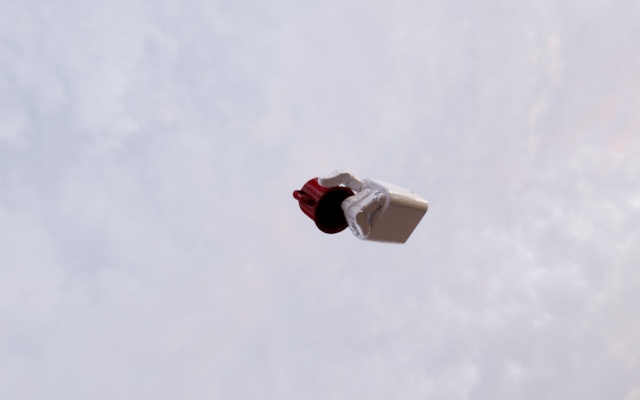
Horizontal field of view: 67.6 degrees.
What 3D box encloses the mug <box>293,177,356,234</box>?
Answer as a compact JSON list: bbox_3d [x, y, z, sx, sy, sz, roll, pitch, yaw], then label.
[{"bbox_3d":[-0.001,0.003,0.883,0.117,0.093,0.081,12,14,-33],"label":"mug"}]
